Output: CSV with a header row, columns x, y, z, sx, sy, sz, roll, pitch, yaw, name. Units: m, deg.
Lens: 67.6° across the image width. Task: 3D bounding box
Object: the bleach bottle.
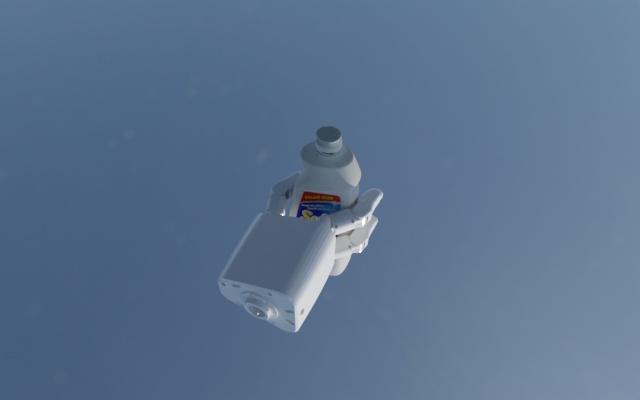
x,y,z,sx,sy,sz,roll,pitch,yaw,name
0.000,0.002,0.640,0.102,0.068,0.251,19,-37,15,bleach bottle
